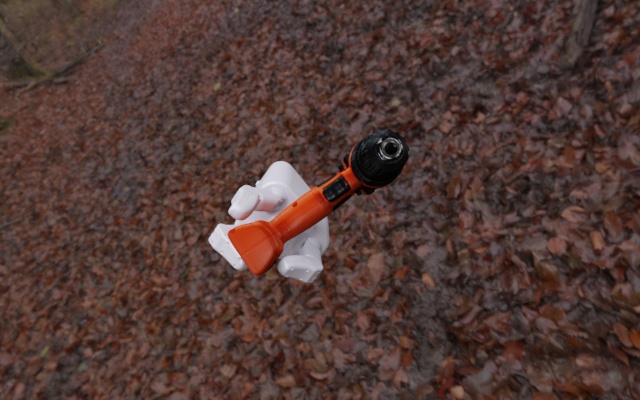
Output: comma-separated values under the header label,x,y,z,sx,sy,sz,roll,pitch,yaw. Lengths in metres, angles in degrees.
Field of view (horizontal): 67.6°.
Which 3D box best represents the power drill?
label,x,y,z,sx,sy,sz,roll,pitch,yaw
power drill,0.000,0.002,0.486,0.187,0.057,0.184,-33,-4,-4
